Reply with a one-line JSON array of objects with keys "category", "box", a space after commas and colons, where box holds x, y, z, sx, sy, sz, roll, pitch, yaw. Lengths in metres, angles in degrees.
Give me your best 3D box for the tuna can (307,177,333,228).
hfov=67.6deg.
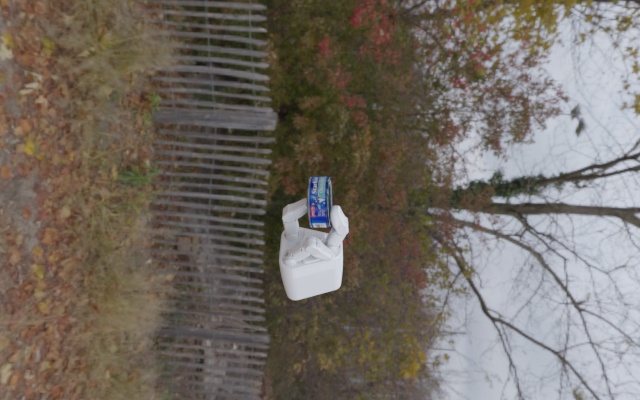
[{"category": "tuna can", "box": [0.001, 0.003, 0.795, 0.034, 0.086, 0.086, -1, 0, 6]}]
